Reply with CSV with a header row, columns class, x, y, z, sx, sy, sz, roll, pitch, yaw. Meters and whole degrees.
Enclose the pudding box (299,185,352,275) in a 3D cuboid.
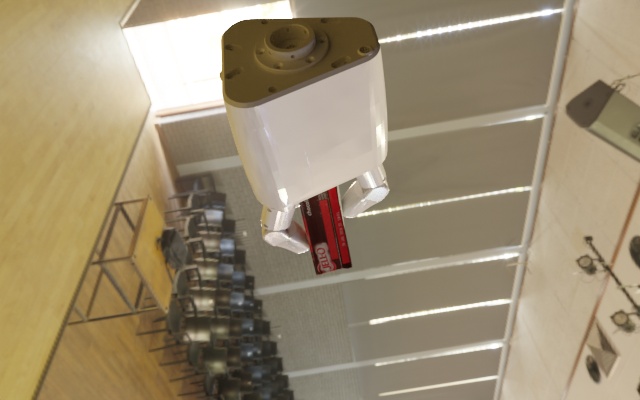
class,x,y,z,sx,sy,sz,roll,pitch,yaw
pudding box,0.000,0.001,0.452,0.039,0.090,0.113,-10,26,2
